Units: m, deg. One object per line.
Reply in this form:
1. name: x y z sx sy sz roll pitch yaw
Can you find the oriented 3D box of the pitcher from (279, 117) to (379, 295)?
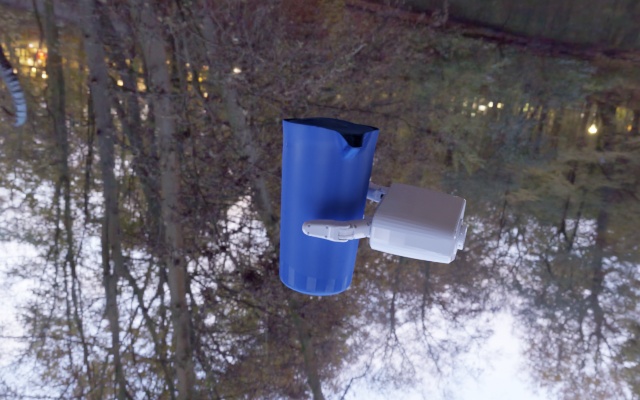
1. pitcher: 0.000 0.002 0.692 0.145 0.243 0.149 11 15 19
